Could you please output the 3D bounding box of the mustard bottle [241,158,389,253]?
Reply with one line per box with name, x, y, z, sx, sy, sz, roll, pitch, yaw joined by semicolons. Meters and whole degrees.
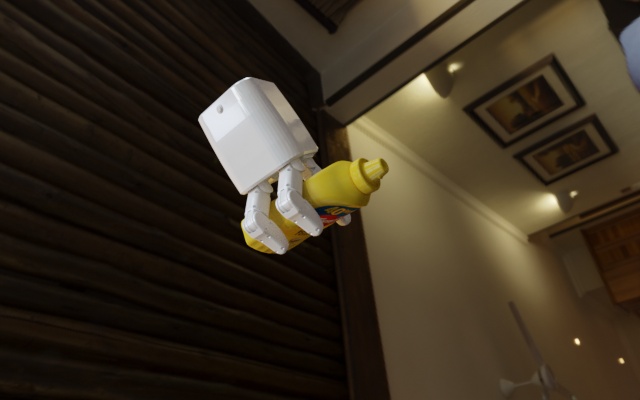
mustard bottle;0.000;0.002;0.569;0.192;0.058;0.096;-31;-23;33
